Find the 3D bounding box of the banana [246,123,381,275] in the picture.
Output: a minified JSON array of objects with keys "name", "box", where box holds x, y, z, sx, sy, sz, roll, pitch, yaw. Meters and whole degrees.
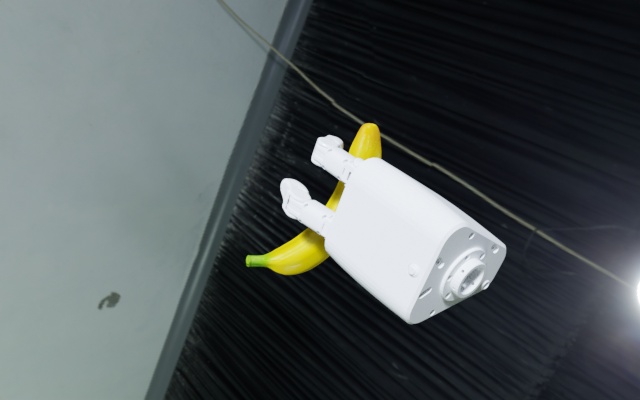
[{"name":"banana","box":[0.010,0.012,0.501,0.070,0.198,0.037,35,9,-39]}]
